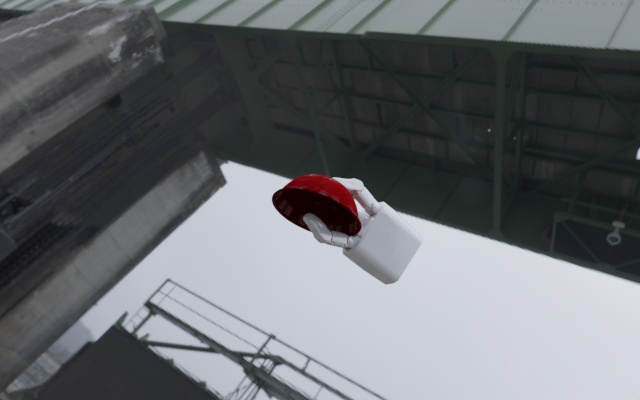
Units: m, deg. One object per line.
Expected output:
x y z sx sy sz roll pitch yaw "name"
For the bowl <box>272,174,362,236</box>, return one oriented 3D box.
-0.001 0.002 0.823 0.162 0.055 0.162 16 -26 8 "bowl"
